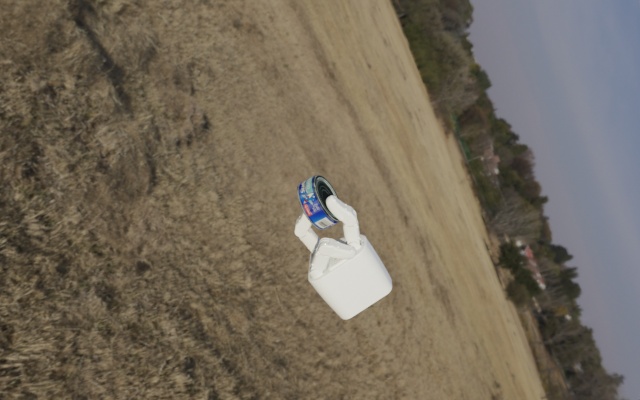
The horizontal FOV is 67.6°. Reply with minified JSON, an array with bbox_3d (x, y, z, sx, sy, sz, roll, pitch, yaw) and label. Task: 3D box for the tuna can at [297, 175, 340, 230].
[{"bbox_3d":[0.001,0.002,0.770,0.034,0.086,0.086,-27,-11,22],"label":"tuna can"}]
